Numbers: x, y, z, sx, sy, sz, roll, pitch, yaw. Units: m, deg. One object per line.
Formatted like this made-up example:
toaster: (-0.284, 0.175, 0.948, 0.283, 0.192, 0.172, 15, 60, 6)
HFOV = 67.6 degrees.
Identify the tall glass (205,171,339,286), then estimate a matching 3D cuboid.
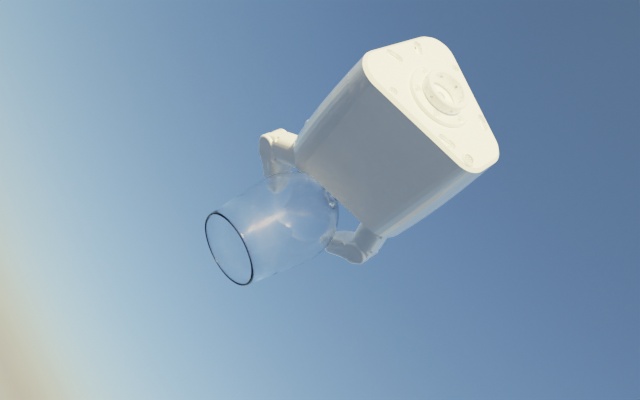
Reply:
tall glass: (0.001, 0.001, 0.423, 0.201, 0.079, 0.079, -27, 17, -37)
